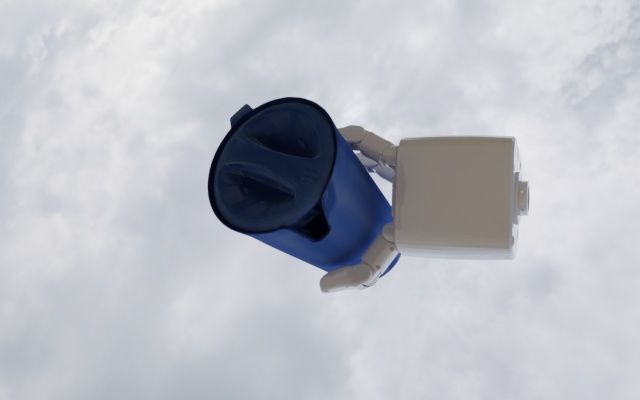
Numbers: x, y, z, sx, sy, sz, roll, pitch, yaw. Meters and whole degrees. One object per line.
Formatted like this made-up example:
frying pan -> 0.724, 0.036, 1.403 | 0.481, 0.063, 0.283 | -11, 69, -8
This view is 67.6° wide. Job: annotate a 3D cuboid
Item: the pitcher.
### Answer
pitcher -> 0.000, 0.002, 0.514 | 0.145, 0.149, 0.243 | 0, -22, 28
